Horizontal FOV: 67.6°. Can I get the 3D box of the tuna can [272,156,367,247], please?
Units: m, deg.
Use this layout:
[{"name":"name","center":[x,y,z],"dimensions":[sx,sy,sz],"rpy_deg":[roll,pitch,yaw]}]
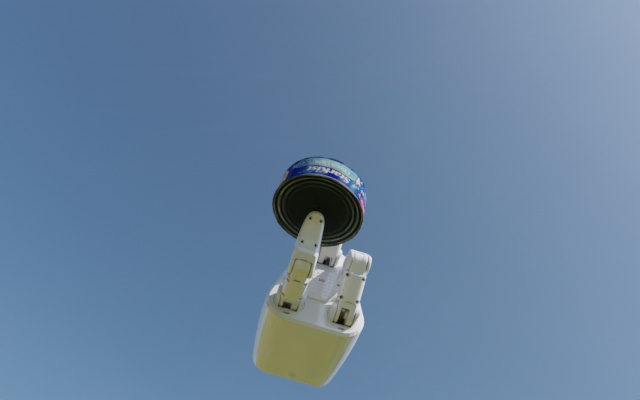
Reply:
[{"name":"tuna can","center":[0.000,0.001,0.451],"dimensions":[0.086,0.086,0.033],"rpy_deg":[0,38,15]}]
